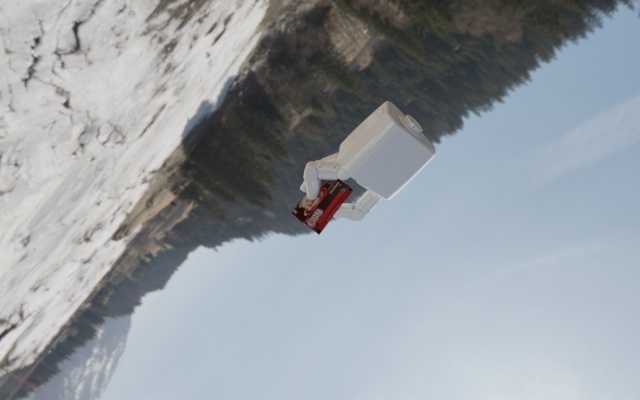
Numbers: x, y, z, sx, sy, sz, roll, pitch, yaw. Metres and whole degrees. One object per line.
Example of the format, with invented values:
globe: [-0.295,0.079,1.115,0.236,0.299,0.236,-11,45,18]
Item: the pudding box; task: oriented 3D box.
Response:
pudding box: [0.000,0.003,0.781,0.039,0.090,0.113,39,-3,-12]
